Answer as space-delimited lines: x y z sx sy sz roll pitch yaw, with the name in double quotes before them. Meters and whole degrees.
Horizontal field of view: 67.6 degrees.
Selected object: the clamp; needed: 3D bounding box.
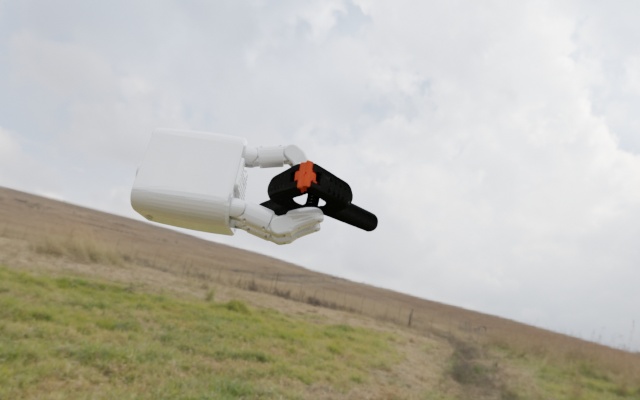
"clamp" 0.000 0.001 0.562 0.164 0.036 0.210 6 -14 -2
